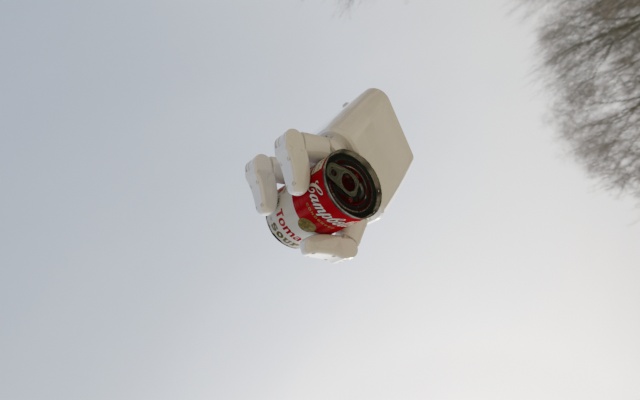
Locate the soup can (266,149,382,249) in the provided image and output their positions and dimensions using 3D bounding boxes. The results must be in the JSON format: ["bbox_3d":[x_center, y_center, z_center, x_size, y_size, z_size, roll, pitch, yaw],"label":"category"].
[{"bbox_3d":[0.000,0.002,0.464,0.068,0.068,0.102,0,-20,-40],"label":"soup can"}]
